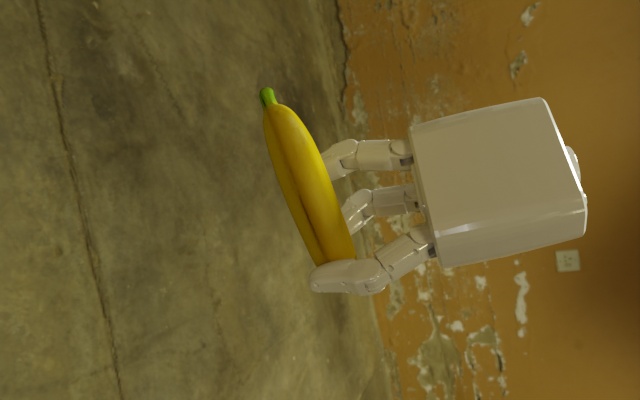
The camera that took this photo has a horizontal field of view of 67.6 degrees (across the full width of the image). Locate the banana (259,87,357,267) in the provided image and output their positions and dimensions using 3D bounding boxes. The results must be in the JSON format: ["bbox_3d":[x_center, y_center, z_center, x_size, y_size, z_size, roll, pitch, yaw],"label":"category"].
[{"bbox_3d":[-0.002,0.005,0.384,0.037,0.198,0.069,-17,20,10],"label":"banana"}]
